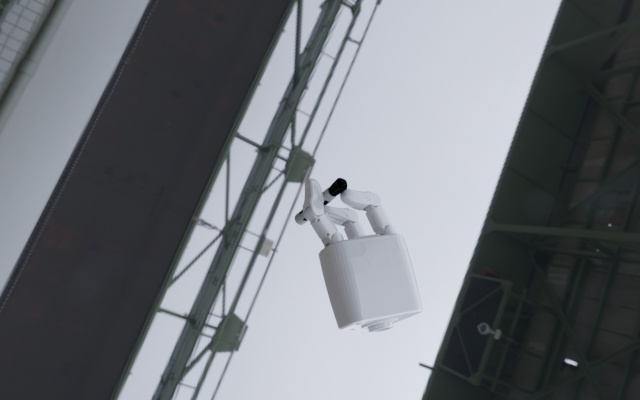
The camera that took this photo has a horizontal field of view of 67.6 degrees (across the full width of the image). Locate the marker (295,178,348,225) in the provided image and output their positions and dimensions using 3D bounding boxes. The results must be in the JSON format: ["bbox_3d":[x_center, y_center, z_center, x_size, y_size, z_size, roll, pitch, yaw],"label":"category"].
[{"bbox_3d":[0.000,0.002,0.668,0.020,0.020,0.121,0,-26,-35],"label":"marker"}]
